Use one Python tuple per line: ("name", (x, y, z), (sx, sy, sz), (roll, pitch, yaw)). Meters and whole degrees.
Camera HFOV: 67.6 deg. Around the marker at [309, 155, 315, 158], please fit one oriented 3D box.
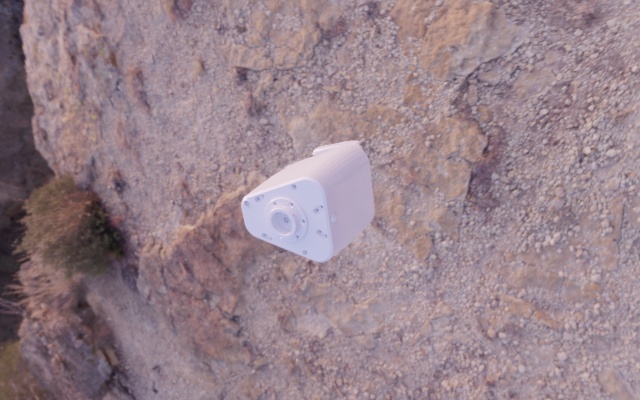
("marker", (0.000, 0.002, 0.604), (0.020, 0.121, 0.020), (-8, 19, 3))
